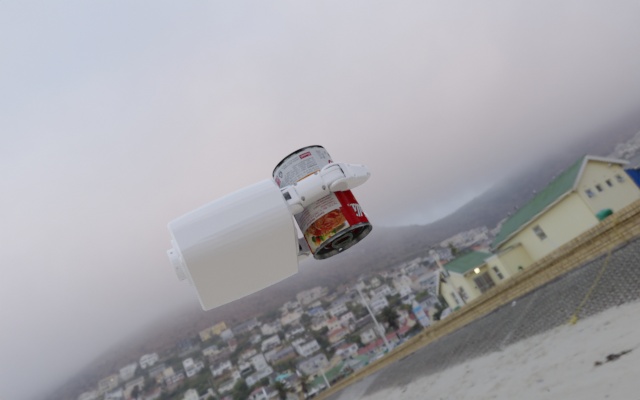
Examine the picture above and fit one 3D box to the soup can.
[{"bbox_3d":[0.000,0.001,0.500,0.068,0.102,0.068,-26,-20,-10],"label":"soup can"}]
